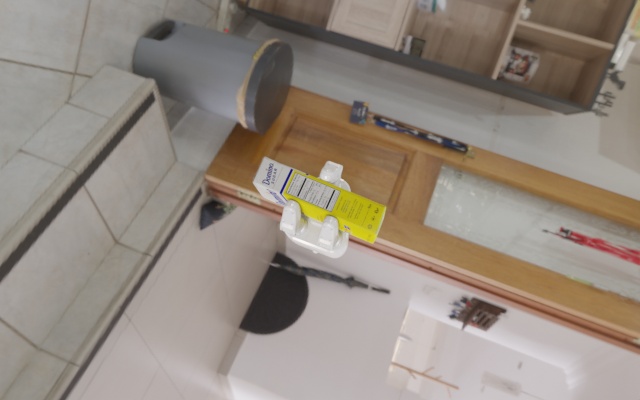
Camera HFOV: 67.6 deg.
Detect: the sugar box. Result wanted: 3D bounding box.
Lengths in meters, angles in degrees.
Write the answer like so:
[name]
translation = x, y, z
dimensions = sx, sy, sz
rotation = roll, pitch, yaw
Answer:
[sugar box]
translation = 0.000, 0.003, 0.656
dimensions = 0.176, 0.048, 0.093
rotation = 20, -12, 8
